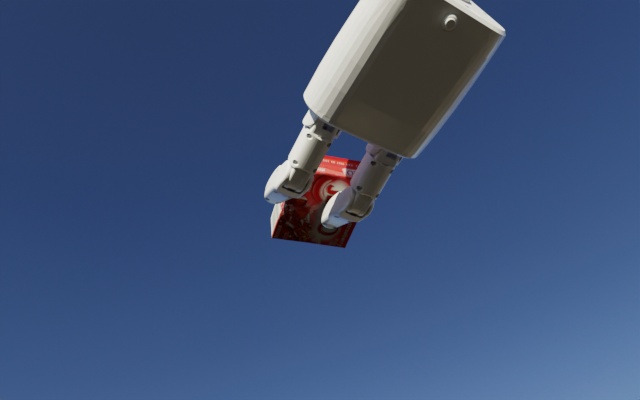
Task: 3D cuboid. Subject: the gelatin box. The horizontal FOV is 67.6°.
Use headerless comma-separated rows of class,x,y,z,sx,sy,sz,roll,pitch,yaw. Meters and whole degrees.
gelatin box,0.000,0.001,0.430,0.073,0.089,0.030,9,43,-14
